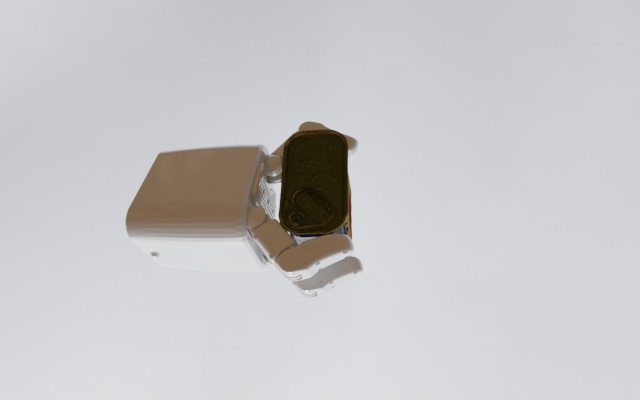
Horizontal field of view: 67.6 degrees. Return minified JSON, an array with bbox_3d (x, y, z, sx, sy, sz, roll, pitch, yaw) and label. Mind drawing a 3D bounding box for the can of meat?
[{"bbox_3d":[0.000,0.001,0.437,0.057,0.102,0.084,-2,-29,7],"label":"can of meat"}]
